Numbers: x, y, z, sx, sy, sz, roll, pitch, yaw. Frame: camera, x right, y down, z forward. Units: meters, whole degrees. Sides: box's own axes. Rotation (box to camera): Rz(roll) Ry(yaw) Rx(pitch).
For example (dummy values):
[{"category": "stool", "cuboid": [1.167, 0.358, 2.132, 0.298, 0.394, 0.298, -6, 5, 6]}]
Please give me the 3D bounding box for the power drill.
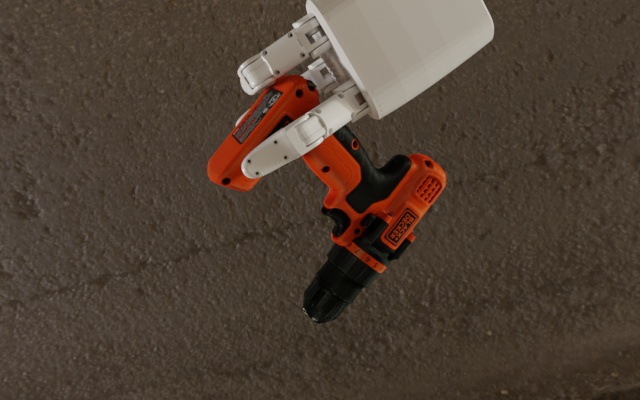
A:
[{"category": "power drill", "cuboid": [0.000, 0.001, 0.410, 0.188, 0.184, 0.057, 37, 0, -31]}]
